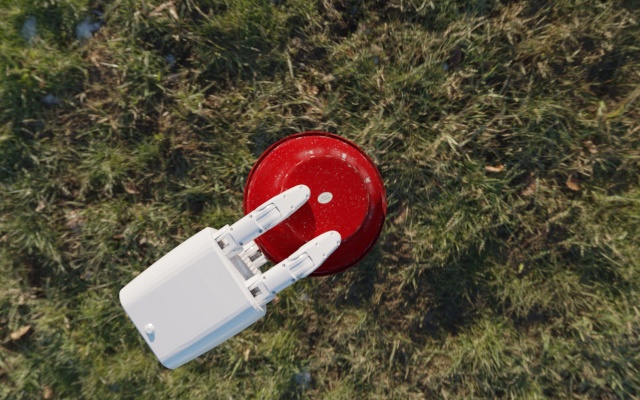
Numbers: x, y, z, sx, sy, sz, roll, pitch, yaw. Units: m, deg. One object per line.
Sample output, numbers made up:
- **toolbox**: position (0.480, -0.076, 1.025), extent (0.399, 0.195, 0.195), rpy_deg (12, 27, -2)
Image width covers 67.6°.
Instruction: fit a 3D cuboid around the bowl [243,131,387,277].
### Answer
- **bowl**: position (0.001, 0.001, 0.505), extent (0.162, 0.162, 0.055), rpy_deg (0, -4, -10)
